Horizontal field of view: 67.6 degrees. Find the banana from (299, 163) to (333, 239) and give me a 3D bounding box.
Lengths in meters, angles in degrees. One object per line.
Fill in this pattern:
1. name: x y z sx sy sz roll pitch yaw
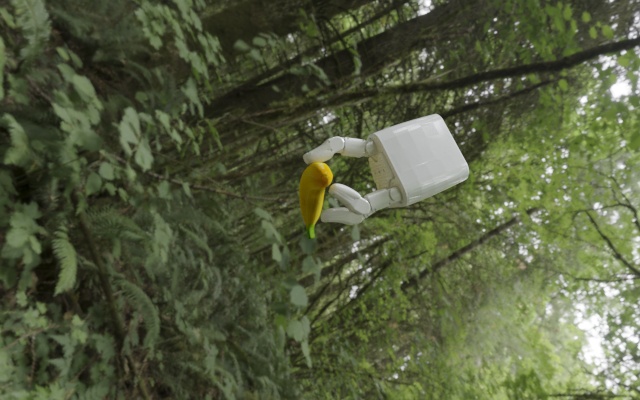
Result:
1. banana: -0.007 -0.012 0.692 0.037 0.069 0.198 -16 -24 -12
